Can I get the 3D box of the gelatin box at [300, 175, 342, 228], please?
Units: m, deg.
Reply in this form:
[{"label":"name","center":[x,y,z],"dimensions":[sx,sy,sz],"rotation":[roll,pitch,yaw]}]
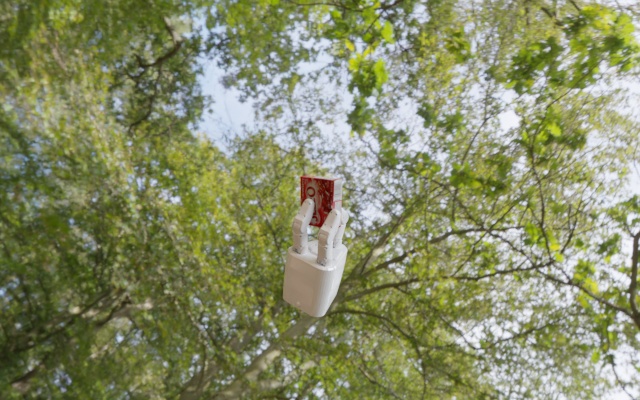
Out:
[{"label":"gelatin box","center":[0.000,0.002,0.843],"dimensions":[0.073,0.089,0.030],"rotation":[9,13,35]}]
